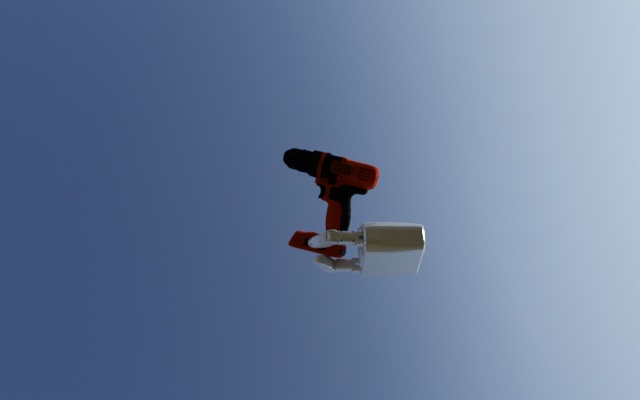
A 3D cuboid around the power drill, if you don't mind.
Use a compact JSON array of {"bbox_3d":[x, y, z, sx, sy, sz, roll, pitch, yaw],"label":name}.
[{"bbox_3d":[0.000,0.003,0.885,0.184,0.187,0.057,14,-3,12],"label":"power drill"}]
